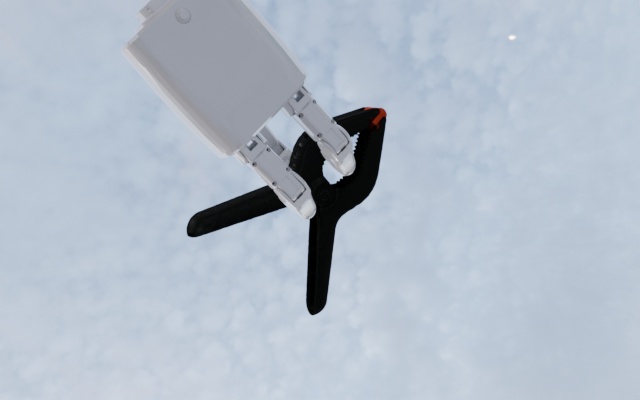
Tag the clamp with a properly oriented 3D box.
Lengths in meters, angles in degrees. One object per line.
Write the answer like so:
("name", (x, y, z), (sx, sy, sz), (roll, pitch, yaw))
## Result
("clamp", (0.000, 0.001, 0.463), (0.165, 0.210, 0.036), (47, -10, -28))
